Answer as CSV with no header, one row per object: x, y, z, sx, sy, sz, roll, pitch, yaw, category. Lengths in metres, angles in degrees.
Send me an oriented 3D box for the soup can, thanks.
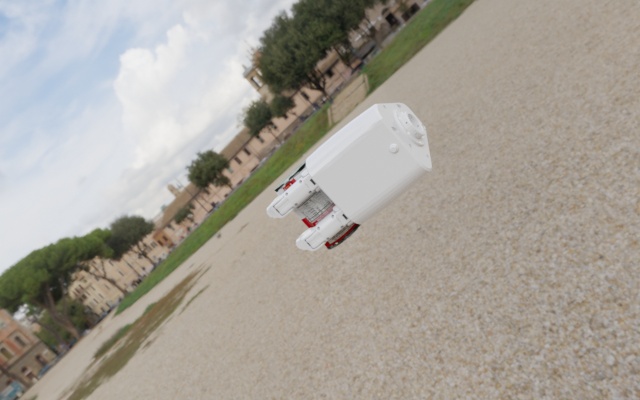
0.000,0.002,0.598,0.068,0.102,0.068,-42,7,7,soup can
